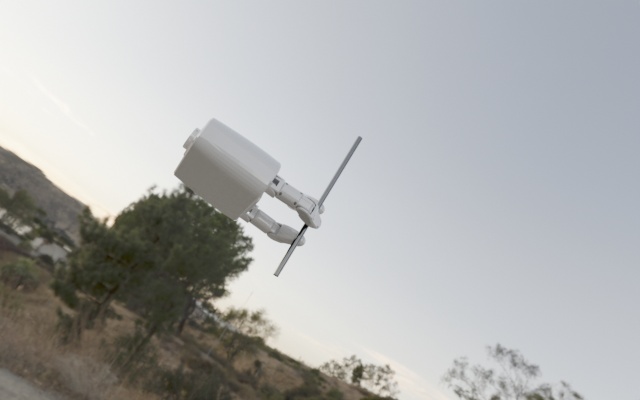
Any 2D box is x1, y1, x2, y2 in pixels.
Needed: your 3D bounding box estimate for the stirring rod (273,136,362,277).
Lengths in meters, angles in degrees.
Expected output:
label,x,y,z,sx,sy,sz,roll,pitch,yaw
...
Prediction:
label,x,y,z,sx,sy,sz,roll,pitch,yaw
stirring rod,0.000,0.002,0.663,0.011,0.239,0.011,27,-22,12
